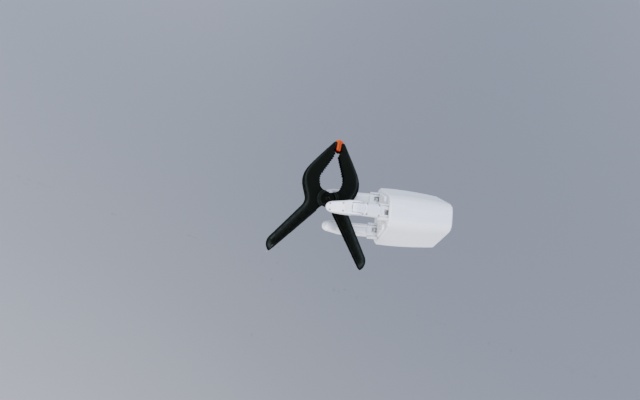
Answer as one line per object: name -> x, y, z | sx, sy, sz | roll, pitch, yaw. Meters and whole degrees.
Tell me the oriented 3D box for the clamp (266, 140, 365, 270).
clamp -> 0.000, 0.002, 0.786 | 0.164, 0.210, 0.036 | 6, -7, -5
